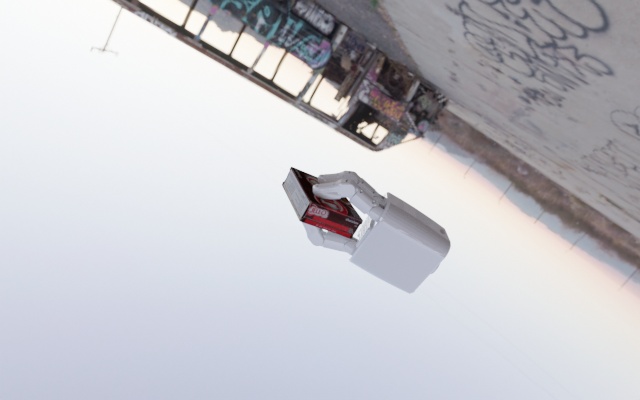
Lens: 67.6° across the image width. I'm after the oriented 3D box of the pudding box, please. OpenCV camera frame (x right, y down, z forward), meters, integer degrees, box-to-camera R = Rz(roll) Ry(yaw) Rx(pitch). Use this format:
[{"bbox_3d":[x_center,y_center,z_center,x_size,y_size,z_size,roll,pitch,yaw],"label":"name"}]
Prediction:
[{"bbox_3d":[0.000,0.002,0.696,0.090,0.039,0.113,22,18,-29],"label":"pudding box"}]
